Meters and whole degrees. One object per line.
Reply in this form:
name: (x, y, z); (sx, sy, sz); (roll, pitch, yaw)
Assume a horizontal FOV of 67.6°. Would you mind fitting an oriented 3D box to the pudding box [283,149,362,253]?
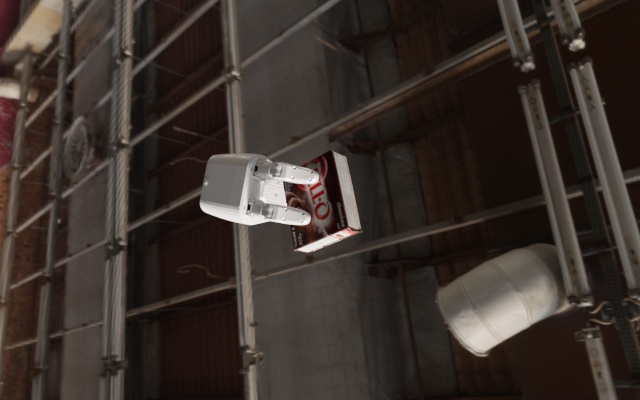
pudding box: (0.000, 0.002, 0.629); (0.090, 0.113, 0.039); (-26, -24, 33)
